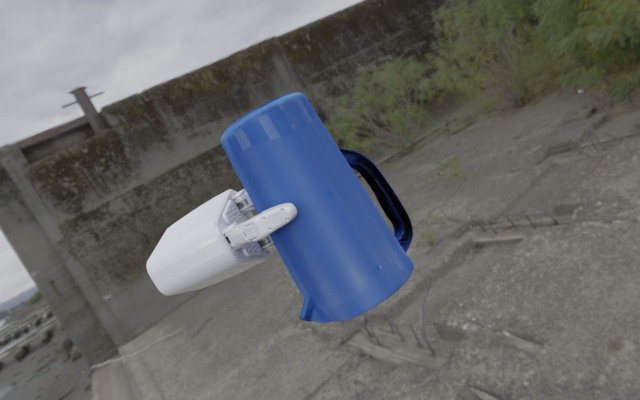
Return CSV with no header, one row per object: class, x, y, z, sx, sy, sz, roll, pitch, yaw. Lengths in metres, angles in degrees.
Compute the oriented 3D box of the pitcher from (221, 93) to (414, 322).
pitcher,0.000,0.002,0.549,0.145,0.243,0.149,-28,6,16
